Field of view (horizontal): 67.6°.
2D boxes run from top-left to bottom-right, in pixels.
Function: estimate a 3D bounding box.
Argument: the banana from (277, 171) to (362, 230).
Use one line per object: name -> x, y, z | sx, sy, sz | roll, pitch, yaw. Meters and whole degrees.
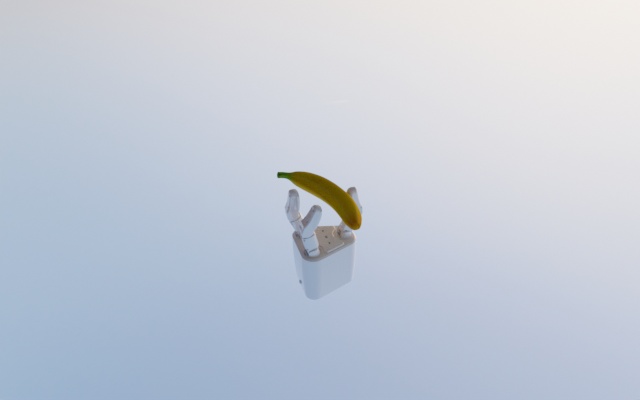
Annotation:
banana -> 0.011, -0.005, 0.823 | 0.069, 0.037, 0.197 | -26, 44, -37
